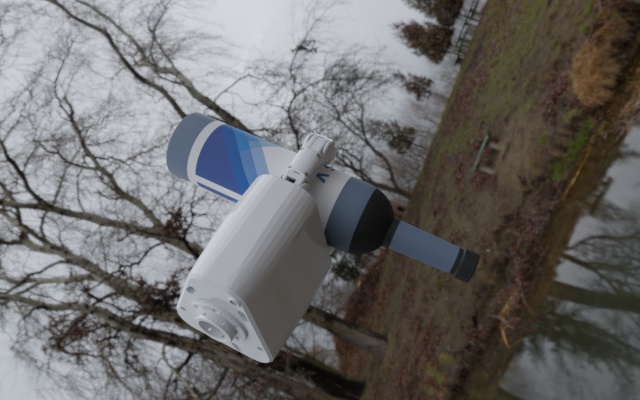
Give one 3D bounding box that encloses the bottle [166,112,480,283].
[{"bbox_3d":[0.000,0.001,0.442,0.295,0.069,0.069,24,5,12],"label":"bottle"}]
